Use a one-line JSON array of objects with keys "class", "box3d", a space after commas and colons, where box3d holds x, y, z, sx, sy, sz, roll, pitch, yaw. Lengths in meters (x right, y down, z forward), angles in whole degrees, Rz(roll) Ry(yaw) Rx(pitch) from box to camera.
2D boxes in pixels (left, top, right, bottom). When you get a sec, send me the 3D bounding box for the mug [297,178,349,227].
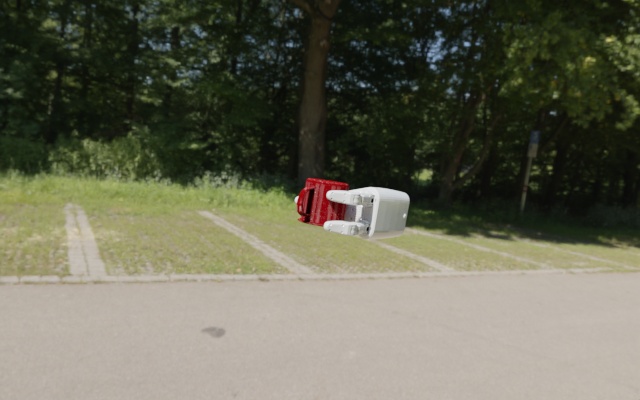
[{"class": "mug", "box3d": [-0.001, 0.003, 0.885, 0.093, 0.081, 0.117, 12, 6, 44]}]
